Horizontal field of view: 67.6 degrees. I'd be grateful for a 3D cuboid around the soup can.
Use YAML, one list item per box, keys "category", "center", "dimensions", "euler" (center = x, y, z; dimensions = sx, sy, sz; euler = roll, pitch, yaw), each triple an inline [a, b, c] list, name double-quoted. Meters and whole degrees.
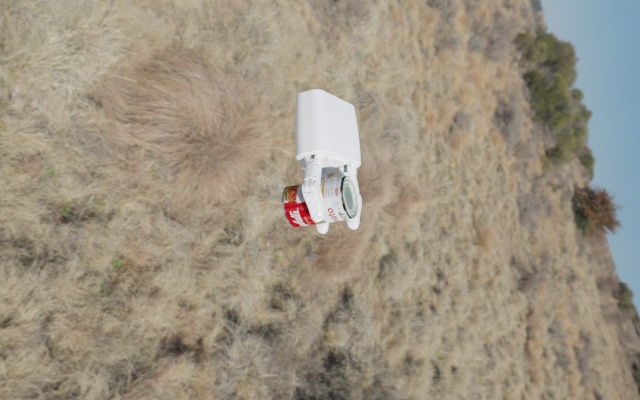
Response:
- category: "soup can"
  center: [0.000, 0.003, 0.742]
  dimensions: [0.102, 0.068, 0.068]
  euler: [-9, -4, 23]
